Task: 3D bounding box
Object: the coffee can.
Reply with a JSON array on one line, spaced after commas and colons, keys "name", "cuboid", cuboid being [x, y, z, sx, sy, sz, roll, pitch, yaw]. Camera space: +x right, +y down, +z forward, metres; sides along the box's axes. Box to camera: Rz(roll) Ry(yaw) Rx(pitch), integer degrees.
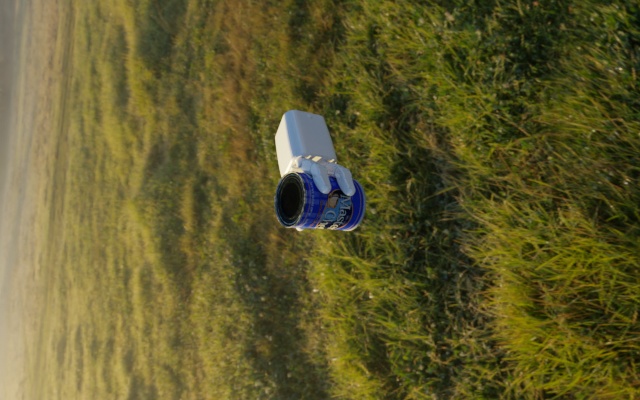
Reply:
[{"name": "coffee can", "cuboid": [0.000, 0.003, 0.894, 0.140, 0.103, 0.103, 5, -3, -36]}]
